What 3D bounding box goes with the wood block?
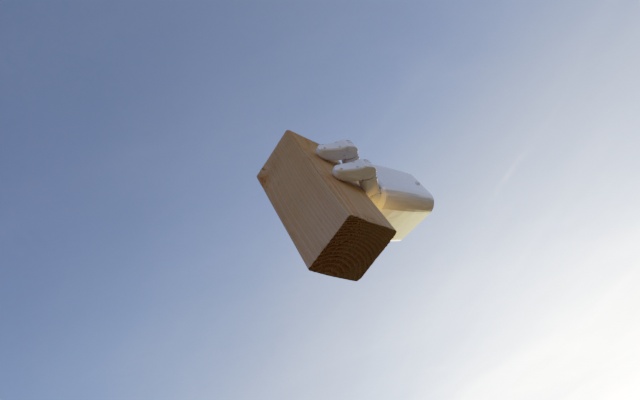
[{"bbox_3d":[0.000,0.002,0.654,0.090,0.091,0.206,19,24,-38],"label":"wood block"}]
